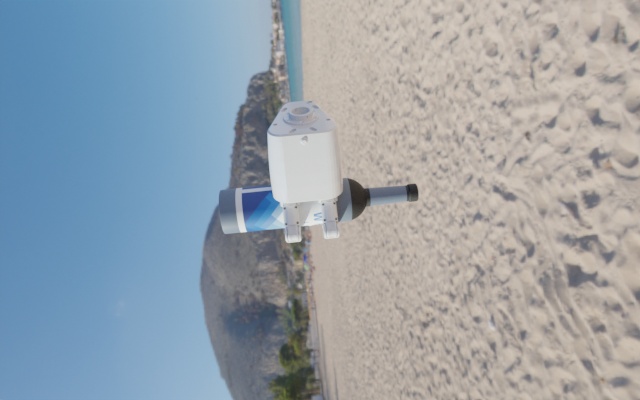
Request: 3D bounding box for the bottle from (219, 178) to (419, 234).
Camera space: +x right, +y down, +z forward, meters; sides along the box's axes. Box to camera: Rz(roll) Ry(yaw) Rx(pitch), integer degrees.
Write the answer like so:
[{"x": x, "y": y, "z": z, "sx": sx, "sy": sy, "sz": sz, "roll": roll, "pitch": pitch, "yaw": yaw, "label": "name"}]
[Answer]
[{"x": 0.000, "y": 0.002, "z": 0.722, "sx": 0.296, "sy": 0.069, "sz": 0.069, "roll": -6, "pitch": 0, "yaw": -3, "label": "bottle"}]
